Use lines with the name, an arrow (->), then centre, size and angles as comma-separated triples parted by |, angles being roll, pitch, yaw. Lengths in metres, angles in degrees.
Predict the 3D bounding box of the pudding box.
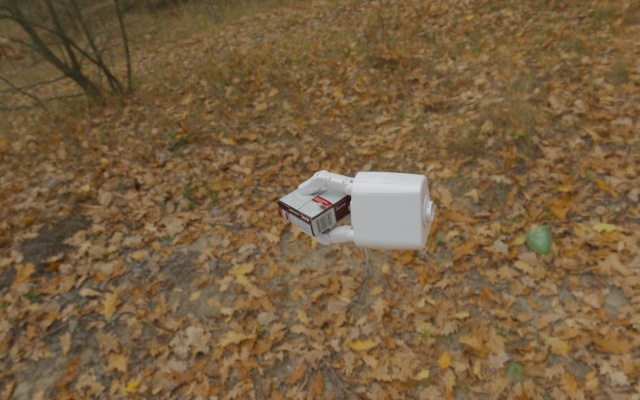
pudding box -> 0.000, 0.002, 0.784 | 0.113, 0.039, 0.090 | -31, 38, -30
